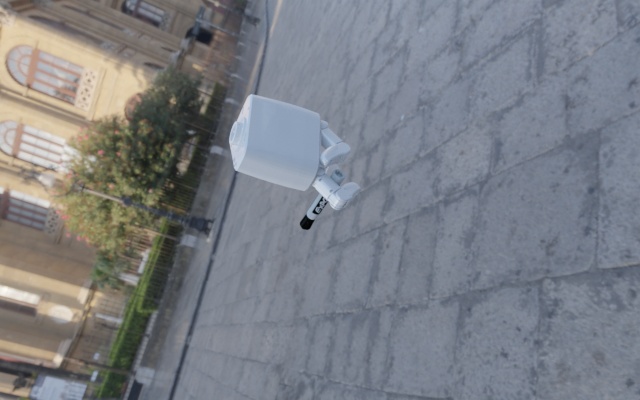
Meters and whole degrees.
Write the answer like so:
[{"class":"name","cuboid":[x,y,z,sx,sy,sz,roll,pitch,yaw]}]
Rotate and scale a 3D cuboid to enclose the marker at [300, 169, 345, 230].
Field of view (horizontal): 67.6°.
[{"class":"marker","cuboid":[0.000,0.002,0.704,0.020,0.020,0.121,0,-41,-36]}]
